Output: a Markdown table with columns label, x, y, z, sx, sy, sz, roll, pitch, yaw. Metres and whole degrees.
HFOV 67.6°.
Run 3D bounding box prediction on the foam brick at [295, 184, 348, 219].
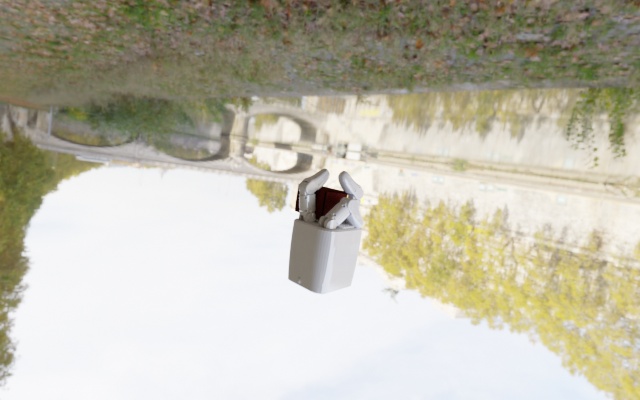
| label | x | y | z | sx | sy | sz | roll | pitch | yaw |
| --- | --- | --- | --- | --- | --- | --- | --- | --- | --- |
| foam brick | 0.000 | 0.003 | 0.824 | 0.053 | 0.051 | 0.078 | 3 | 8 | -39 |
